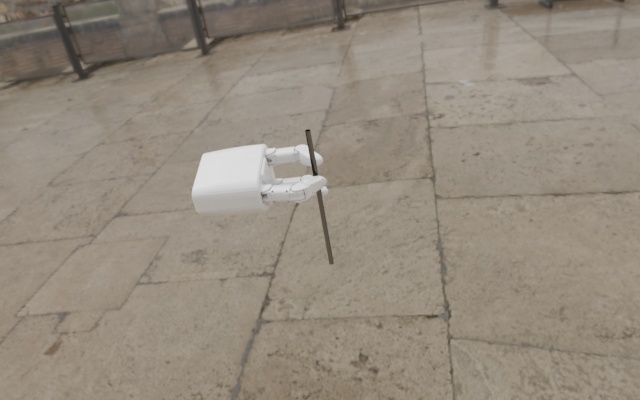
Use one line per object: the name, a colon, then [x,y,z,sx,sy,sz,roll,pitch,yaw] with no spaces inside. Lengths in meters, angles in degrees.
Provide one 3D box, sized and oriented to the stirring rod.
stirring rod: [0.000,0.003,0.745,0.011,0.240,0.011,-8,30,4]
